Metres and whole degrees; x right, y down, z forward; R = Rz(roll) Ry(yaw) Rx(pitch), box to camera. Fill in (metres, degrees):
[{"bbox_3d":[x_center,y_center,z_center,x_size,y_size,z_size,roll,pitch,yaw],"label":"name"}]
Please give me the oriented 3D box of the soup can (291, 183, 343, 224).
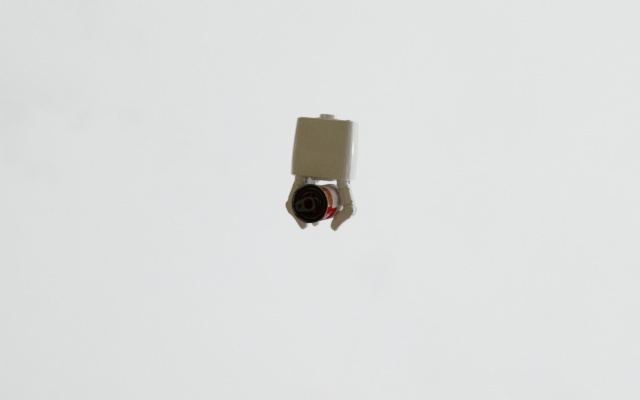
[{"bbox_3d":[0.000,0.003,0.856,0.068,0.068,0.102,0,3,22],"label":"soup can"}]
